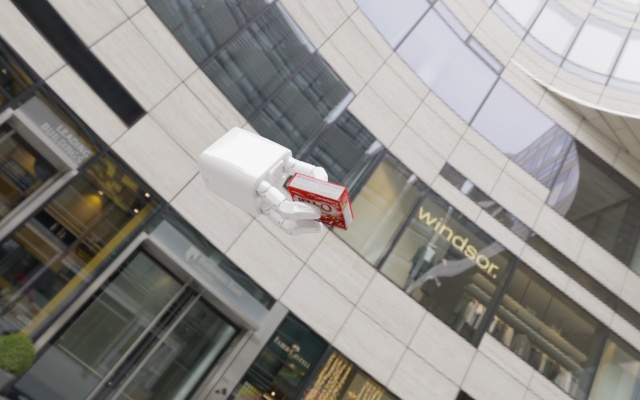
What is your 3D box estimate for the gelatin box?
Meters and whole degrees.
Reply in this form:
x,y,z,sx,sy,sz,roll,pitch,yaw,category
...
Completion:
x,y,z,sx,sy,sz,roll,pitch,yaw,category
0.001,0.002,0.704,0.089,0.030,0.073,17,-32,25,gelatin box
